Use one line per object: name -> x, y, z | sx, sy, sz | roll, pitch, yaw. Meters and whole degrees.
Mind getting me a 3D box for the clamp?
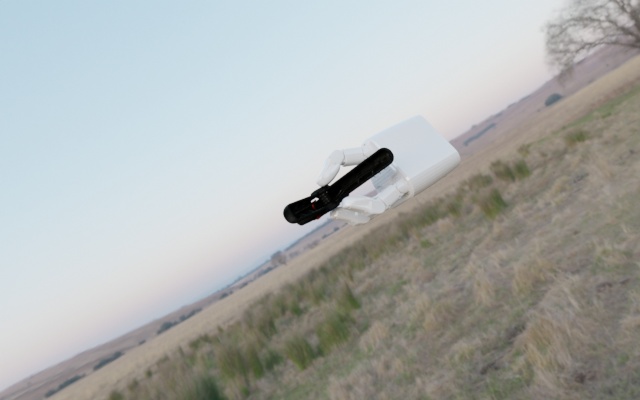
clamp -> 0.000, 0.002, 0.676 | 0.164, 0.036, 0.210 | -30, -5, -23
